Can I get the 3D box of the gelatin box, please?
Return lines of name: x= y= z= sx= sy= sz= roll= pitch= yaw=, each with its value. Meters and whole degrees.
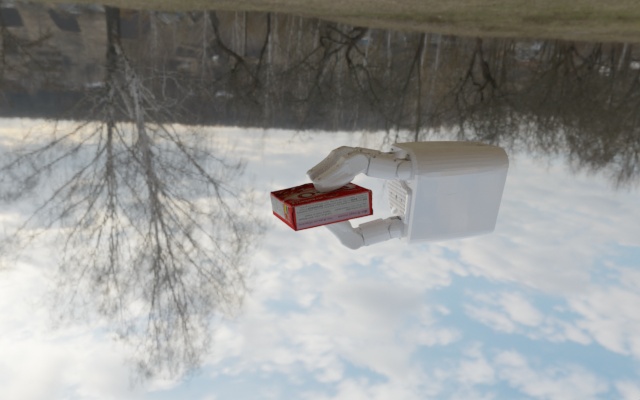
gelatin box: x=0.000 y=0.002 z=0.502 sx=0.089 sy=0.030 sz=0.073 roll=-12 pitch=16 yaw=-20
